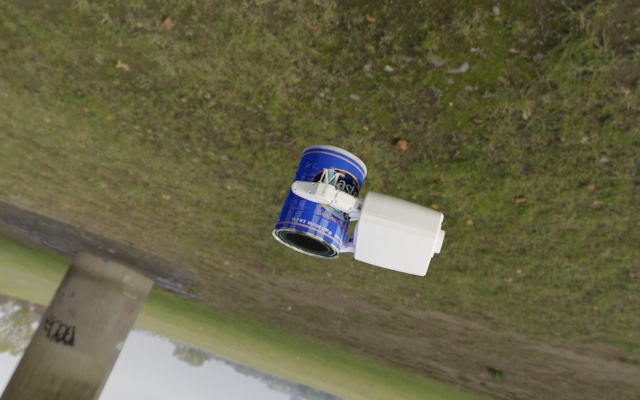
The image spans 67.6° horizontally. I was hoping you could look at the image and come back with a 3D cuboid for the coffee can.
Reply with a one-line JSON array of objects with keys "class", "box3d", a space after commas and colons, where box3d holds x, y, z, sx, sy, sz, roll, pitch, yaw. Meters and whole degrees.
[{"class": "coffee can", "box3d": [0.000, 0.002, 0.712, 0.103, 0.140, 0.103, 17, -21, 7]}]
